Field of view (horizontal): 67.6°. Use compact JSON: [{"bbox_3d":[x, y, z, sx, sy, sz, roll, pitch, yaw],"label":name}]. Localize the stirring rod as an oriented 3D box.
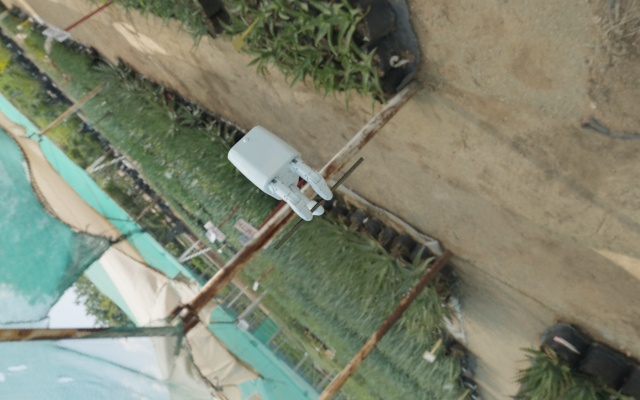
[{"bbox_3d":[0.000,0.003,0.890,0.239,0.011,0.011,-46,15,-15],"label":"stirring rod"}]
